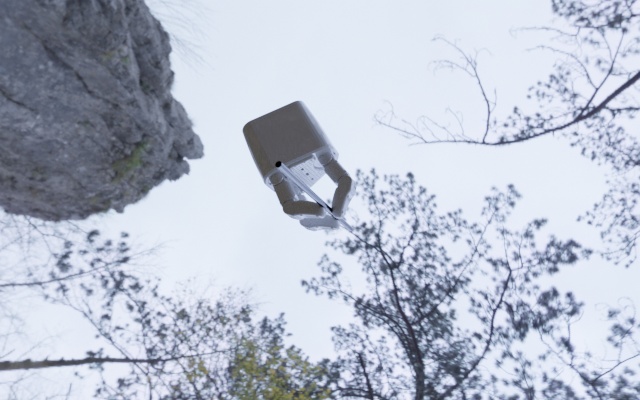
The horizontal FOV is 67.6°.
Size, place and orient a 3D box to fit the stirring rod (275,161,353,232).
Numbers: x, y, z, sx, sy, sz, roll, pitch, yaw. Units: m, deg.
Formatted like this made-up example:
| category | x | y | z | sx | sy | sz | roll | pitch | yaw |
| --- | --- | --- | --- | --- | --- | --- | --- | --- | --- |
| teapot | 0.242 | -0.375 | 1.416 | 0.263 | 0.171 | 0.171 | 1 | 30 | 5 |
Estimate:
| category | x | y | z | sx | sy | sz | roll | pitch | yaw |
| --- | --- | --- | --- | --- | --- | --- | --- | --- | --- |
| stirring rod | 0.000 | 0.002 | 0.620 | 0.011 | 0.011 | 0.240 | 0 | -20 | 24 |
